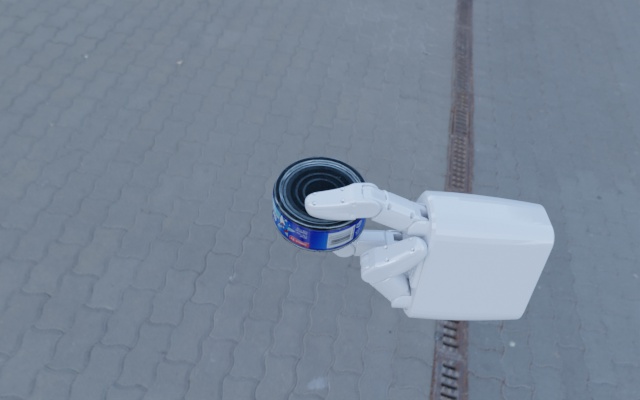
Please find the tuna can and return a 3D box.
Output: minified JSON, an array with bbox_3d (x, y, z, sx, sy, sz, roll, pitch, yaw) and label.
[{"bbox_3d":[0.000,0.001,0.423,0.086,0.086,0.034,0,-39,-5],"label":"tuna can"}]
